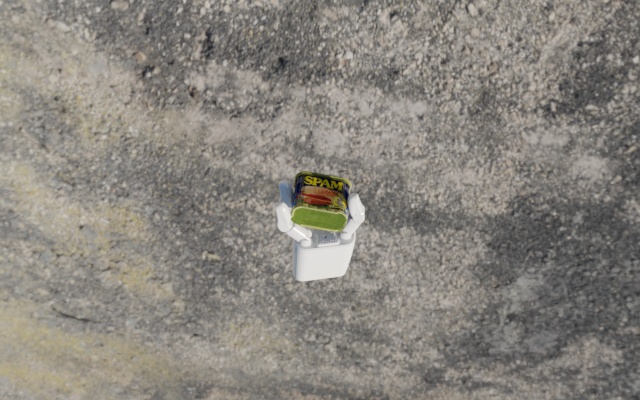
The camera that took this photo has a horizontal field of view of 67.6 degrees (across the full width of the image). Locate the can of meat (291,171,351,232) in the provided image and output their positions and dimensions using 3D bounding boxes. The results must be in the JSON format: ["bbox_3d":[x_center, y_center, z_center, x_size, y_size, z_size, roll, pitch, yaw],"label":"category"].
[{"bbox_3d":[0.000,0.003,0.832,0.102,0.083,0.057,10,-43,-4],"label":"can of meat"}]
